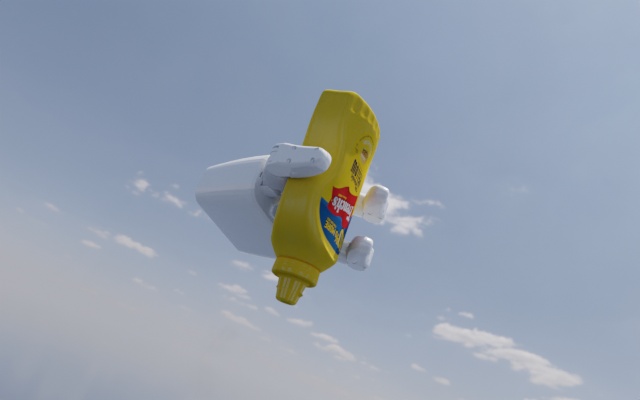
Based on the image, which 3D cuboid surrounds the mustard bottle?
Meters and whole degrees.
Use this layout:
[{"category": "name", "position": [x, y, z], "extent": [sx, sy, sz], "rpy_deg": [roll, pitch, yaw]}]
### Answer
[{"category": "mustard bottle", "position": [0.000, 0.001, 0.435], "extent": [0.058, 0.191, 0.096], "rpy_deg": [11, -23, 22]}]
